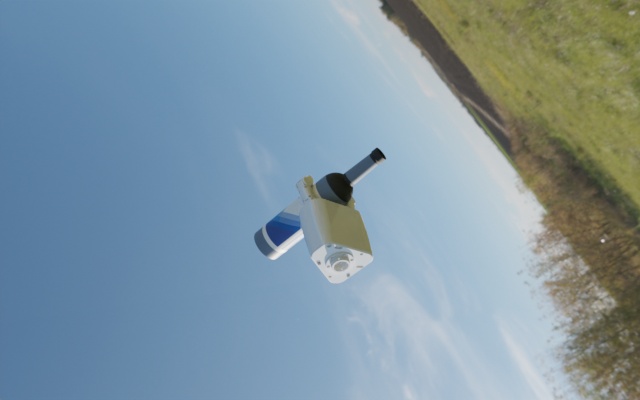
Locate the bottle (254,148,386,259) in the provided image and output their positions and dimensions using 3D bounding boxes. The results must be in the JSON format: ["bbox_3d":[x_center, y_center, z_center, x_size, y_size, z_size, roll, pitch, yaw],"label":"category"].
[{"bbox_3d":[0.000,0.003,0.893,0.296,0.069,0.069,-39,-16,21],"label":"bottle"}]
